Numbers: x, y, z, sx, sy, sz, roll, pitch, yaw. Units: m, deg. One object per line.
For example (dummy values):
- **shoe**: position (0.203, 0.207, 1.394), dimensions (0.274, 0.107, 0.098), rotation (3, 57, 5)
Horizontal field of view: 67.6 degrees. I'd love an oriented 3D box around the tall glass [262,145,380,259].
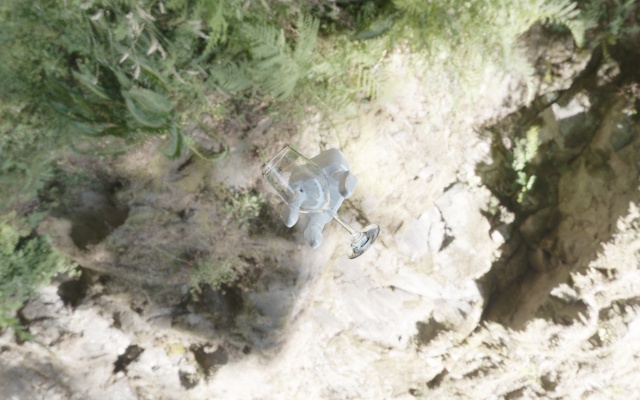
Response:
- **tall glass**: position (0.001, 0.003, 0.760), dimensions (0.201, 0.079, 0.079), rotation (43, -14, -16)
